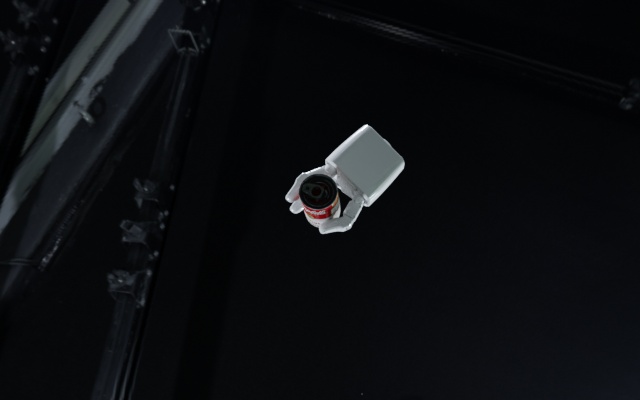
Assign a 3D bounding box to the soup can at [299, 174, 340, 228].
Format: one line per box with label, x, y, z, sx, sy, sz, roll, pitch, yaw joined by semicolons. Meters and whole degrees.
soup can;0.000;0.003;0.865;0.068;0.068;0.102;0;-22;5
